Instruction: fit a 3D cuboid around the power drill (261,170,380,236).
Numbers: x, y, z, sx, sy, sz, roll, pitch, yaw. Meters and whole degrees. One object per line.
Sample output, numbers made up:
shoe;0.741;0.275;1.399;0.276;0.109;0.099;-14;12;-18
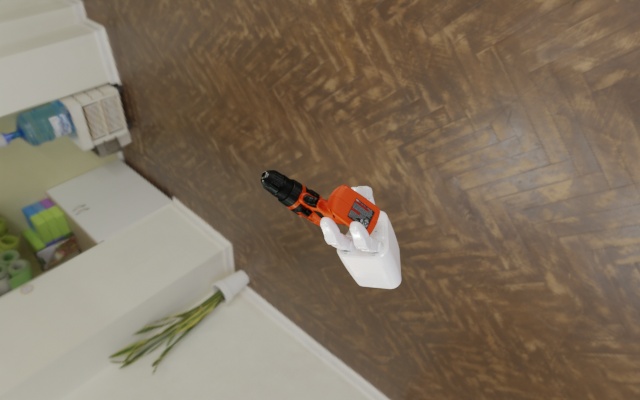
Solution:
power drill;0.001;0.003;0.848;0.184;0.057;0.187;32;-12;-32
